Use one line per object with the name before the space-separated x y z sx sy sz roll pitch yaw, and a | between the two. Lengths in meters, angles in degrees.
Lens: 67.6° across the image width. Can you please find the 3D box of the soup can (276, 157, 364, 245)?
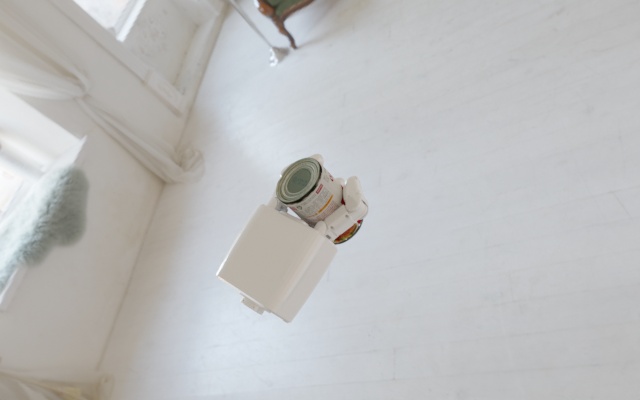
soup can | 0.000 0.001 0.597 0.068 0.068 0.102 0 -32 41
